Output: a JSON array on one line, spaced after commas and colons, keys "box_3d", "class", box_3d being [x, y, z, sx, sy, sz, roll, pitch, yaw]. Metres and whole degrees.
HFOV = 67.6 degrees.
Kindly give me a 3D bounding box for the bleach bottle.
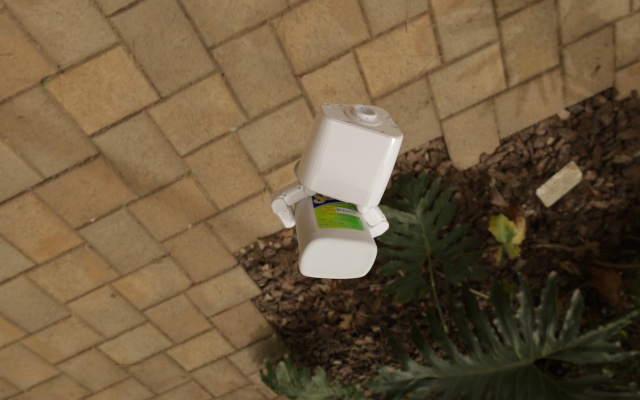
[{"box_3d": [0.000, 0.002, 0.694, 0.102, 0.068, 0.250, 6, 34, -18], "class": "bleach bottle"}]
